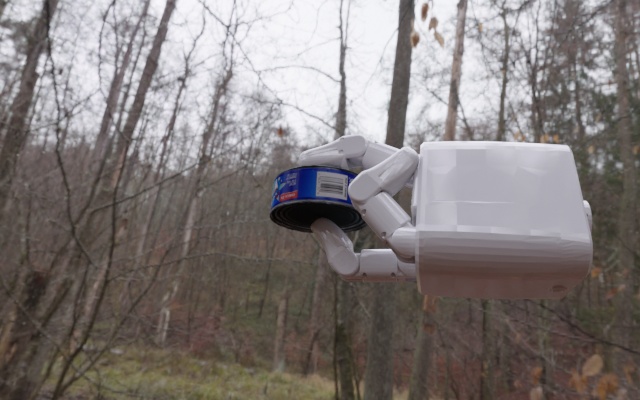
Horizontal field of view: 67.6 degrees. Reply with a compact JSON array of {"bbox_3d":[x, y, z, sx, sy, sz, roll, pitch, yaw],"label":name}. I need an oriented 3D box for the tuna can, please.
[{"bbox_3d":[0.000,0.001,0.414,0.086,0.033,0.086,3,-20,1],"label":"tuna can"}]
